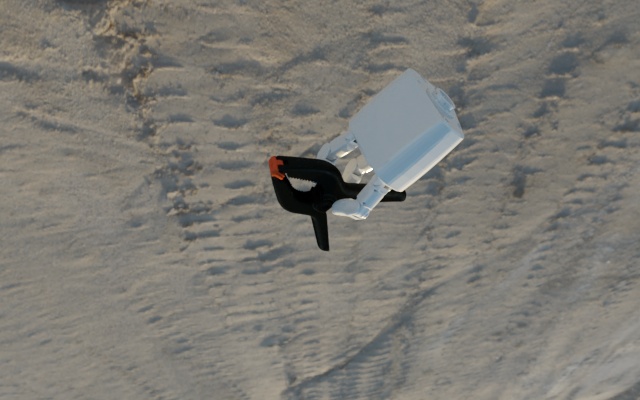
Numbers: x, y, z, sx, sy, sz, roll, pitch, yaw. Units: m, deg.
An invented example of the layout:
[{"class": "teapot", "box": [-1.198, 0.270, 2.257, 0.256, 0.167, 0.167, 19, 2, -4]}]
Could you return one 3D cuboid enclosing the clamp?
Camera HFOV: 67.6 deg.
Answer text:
[{"class": "clamp", "box": [0.000, 0.002, 0.674, 0.210, 0.036, 0.165, 24, -54, -38]}]
